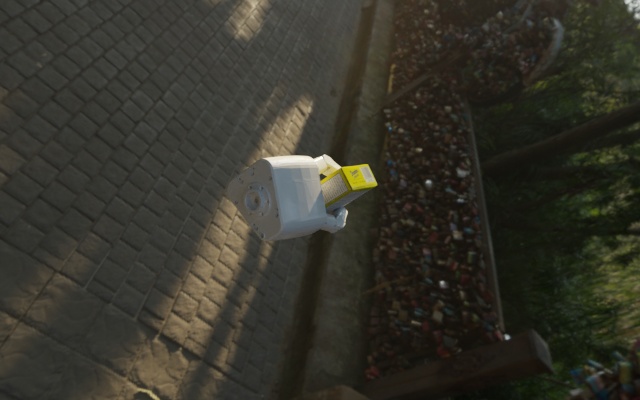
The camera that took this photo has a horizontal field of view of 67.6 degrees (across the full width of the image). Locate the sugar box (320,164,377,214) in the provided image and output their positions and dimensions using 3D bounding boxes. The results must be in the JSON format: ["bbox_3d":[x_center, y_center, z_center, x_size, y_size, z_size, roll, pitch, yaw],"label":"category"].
[{"bbox_3d":[0.000,0.002,0.790,0.176,0.048,0.093,-30,-10,31],"label":"sugar box"}]
